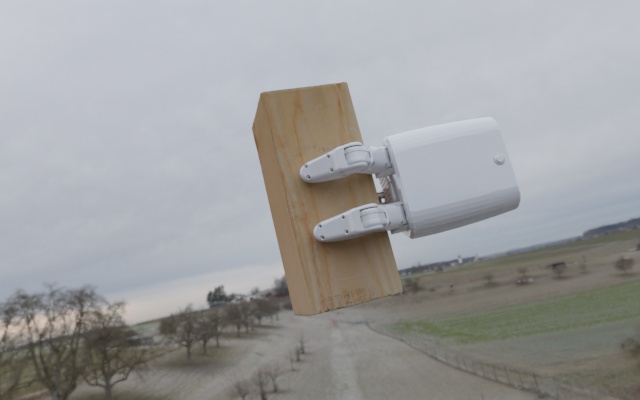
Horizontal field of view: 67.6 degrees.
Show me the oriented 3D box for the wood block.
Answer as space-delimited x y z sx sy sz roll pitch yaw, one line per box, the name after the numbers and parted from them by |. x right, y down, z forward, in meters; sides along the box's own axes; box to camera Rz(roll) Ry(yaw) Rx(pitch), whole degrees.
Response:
0.000 0.001 0.474 0.090 0.206 0.091 -11 -11 -15 | wood block
